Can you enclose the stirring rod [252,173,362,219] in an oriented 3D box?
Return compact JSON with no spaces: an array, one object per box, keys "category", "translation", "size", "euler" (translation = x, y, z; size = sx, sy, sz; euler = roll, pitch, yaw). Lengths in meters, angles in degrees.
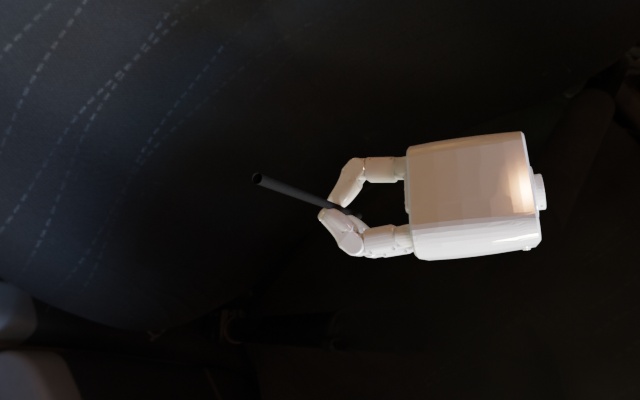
[{"category":"stirring rod","translation":[0.000,0.001,0.443],"size":[0.011,0.011,0.239],"euler":[0,-8,22]}]
